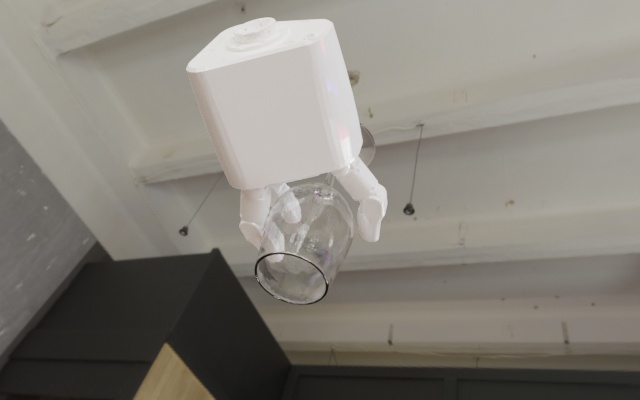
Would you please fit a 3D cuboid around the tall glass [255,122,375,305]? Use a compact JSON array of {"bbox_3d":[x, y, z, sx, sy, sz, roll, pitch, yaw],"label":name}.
[{"bbox_3d":[0.000,0.001,0.455,0.079,0.079,0.201,0,39,18],"label":"tall glass"}]
